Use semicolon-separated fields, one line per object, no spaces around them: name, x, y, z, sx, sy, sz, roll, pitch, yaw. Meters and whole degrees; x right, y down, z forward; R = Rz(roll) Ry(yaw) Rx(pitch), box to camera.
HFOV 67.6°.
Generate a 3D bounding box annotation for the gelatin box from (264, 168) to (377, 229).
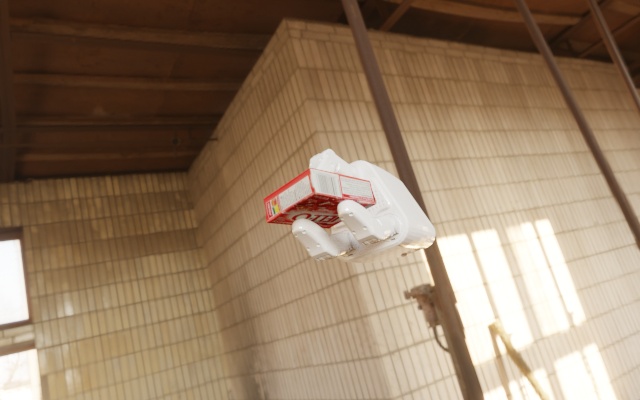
gelatin box;0.000;0.001;0.480;0.089;0.030;0.073;9;-29;-44
